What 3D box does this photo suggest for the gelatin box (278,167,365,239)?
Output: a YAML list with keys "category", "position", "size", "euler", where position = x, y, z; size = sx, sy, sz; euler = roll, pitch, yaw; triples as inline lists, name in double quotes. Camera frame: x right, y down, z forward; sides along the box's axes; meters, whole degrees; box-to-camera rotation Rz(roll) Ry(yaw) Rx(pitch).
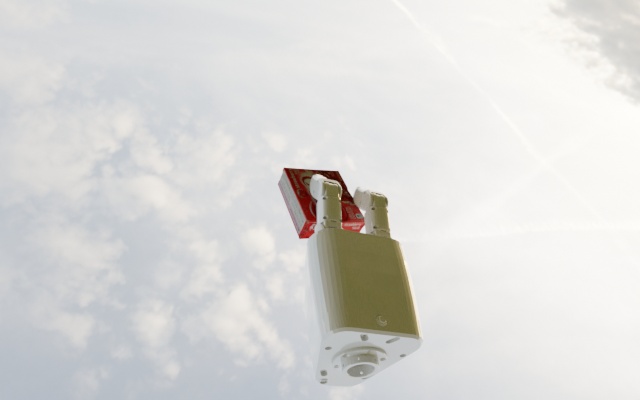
- category: "gelatin box"
  position: [0.000, 0.002, 0.538]
  size: [0.073, 0.030, 0.089]
  euler: [1, 43, -28]
